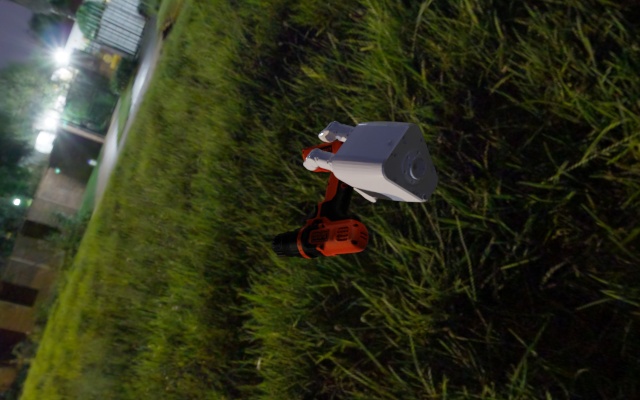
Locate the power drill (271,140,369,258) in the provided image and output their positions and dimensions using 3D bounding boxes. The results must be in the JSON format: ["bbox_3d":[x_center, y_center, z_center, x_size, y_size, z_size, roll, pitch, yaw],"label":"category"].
[{"bbox_3d":[0.000,0.002,0.786,0.184,0.187,0.057,-9,-22,36],"label":"power drill"}]
